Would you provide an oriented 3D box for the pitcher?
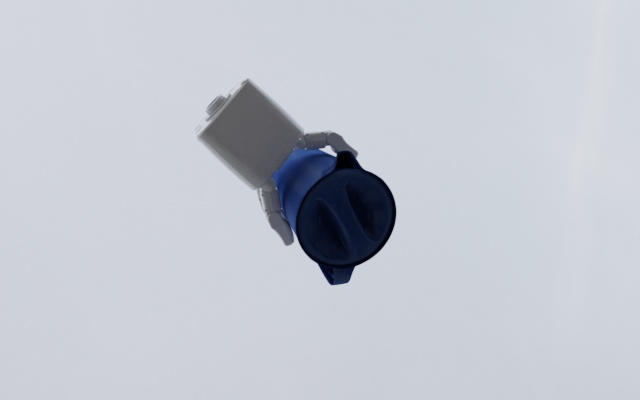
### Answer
[{"bbox_3d":[0.000,0.002,0.698,0.145,0.149,0.242,41,1,-23],"label":"pitcher"}]
